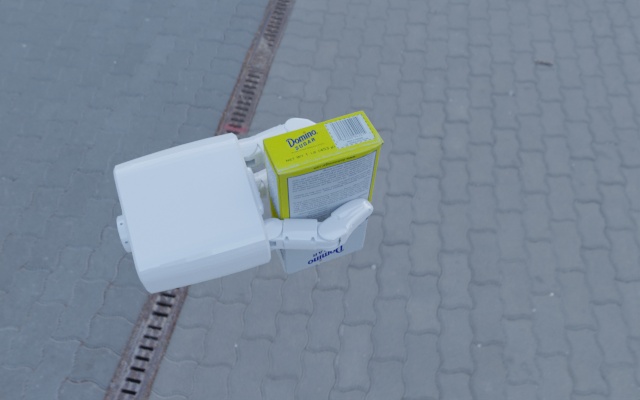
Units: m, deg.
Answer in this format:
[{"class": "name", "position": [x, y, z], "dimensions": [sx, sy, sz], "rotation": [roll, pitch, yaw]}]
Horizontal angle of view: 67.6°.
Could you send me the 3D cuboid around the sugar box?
[{"class": "sugar box", "position": [0.000, 0.001, 0.453], "dimensions": [0.093, 0.048, 0.176], "rotation": [-17, -30, -14]}]
